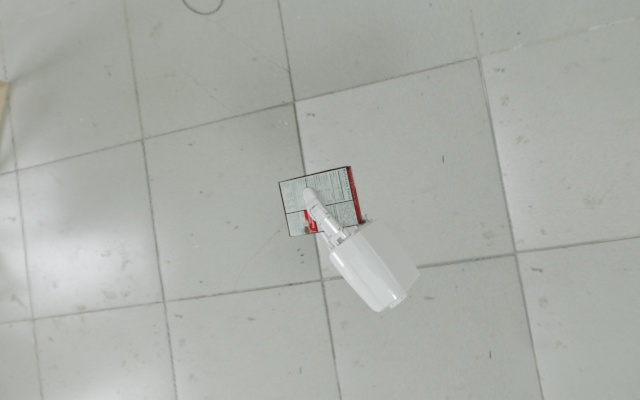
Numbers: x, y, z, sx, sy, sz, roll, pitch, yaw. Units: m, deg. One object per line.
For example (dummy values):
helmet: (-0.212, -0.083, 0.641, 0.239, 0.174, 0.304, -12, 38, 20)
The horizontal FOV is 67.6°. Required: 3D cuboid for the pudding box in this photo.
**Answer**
pudding box: (0.000, 0.002, 0.717, 0.113, 0.090, 0.039, -12, -1, 13)
